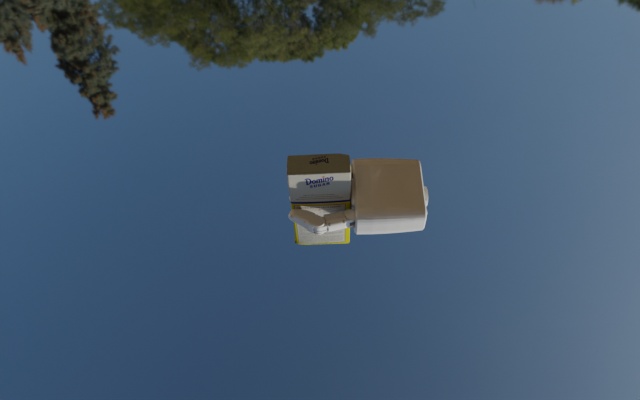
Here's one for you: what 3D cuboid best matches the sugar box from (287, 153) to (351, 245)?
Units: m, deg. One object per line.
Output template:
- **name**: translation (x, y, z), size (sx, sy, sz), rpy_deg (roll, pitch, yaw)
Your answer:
- **sugar box**: translation (0.000, 0.002, 0.745), size (0.093, 0.048, 0.176), rpy_deg (-2, -42, 0)
